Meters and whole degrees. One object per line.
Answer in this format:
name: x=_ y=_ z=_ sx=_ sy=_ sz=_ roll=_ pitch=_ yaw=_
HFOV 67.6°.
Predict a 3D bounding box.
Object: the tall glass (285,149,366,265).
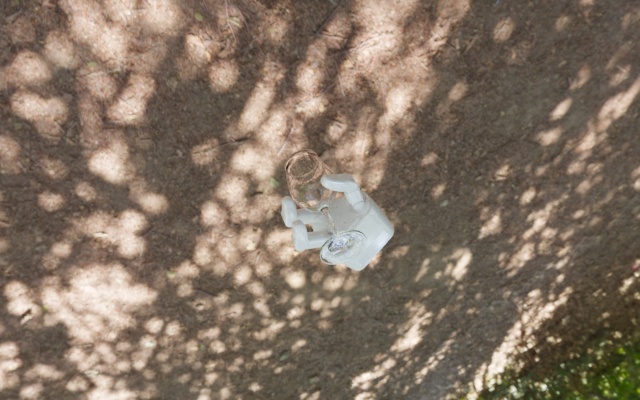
tall glass: x=0.000 y=0.003 z=0.762 sx=0.079 sy=0.079 sz=0.201 roll=0 pitch=43 yaw=-27
